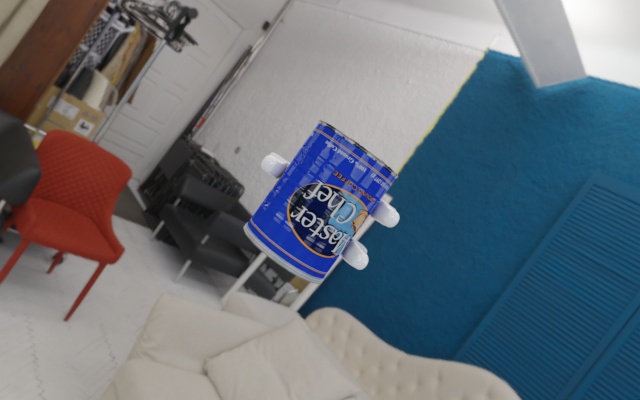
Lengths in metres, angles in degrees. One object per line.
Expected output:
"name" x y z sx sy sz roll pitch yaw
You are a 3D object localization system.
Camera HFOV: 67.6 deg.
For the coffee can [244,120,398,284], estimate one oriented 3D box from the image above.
"coffee can" 0.000 0.002 0.507 0.103 0.140 0.103 36 4 -3
